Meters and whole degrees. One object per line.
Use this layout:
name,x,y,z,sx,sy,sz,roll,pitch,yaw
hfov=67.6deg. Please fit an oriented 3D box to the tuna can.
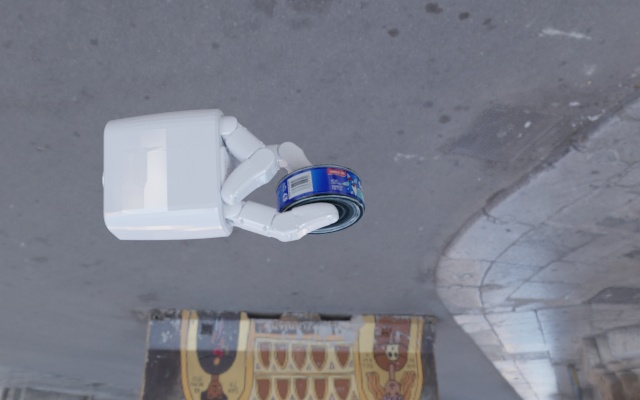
tuna can,0.000,0.002,0.468,0.086,0.033,0.086,-5,-29,-3
